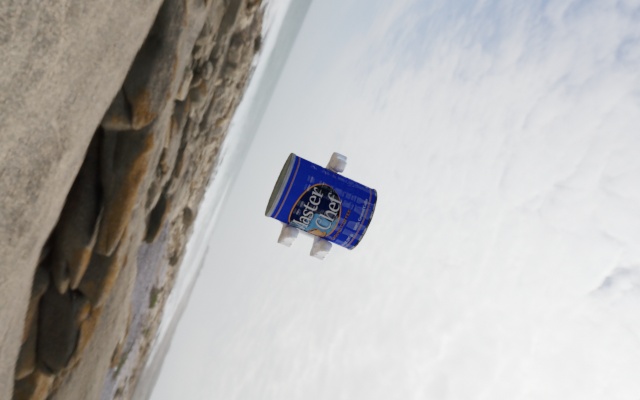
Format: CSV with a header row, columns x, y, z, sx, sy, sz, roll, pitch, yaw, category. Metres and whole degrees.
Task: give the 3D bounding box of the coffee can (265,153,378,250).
x,y,z,sx,sy,sz,roll,pitch,yaw,category
0.000,0.002,0.719,0.140,0.103,0.103,23,-4,-10,coffee can
